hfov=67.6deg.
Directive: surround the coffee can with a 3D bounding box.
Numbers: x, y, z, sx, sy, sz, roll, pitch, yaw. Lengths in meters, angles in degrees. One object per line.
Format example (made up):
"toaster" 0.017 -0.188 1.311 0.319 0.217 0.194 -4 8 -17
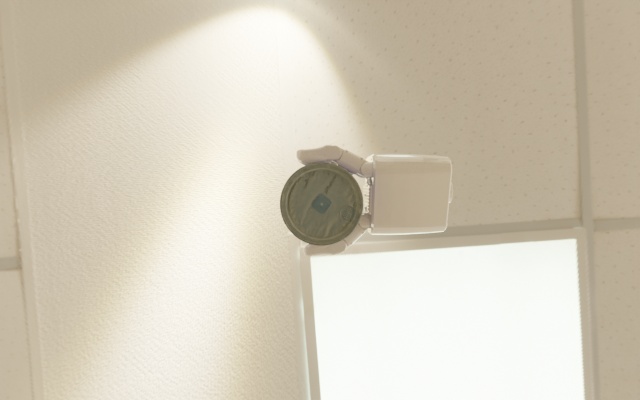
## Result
"coffee can" 0.000 0.002 0.651 0.103 0.103 0.140 0 2 -1
